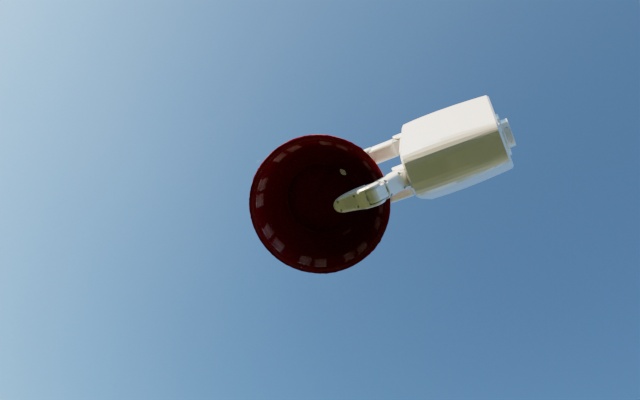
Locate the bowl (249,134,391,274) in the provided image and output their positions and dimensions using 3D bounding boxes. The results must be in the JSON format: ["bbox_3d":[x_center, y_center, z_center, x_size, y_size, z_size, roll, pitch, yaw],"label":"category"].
[{"bbox_3d":[-0.001,0.002,0.567,0.162,0.162,0.055,0,10,4],"label":"bowl"}]
